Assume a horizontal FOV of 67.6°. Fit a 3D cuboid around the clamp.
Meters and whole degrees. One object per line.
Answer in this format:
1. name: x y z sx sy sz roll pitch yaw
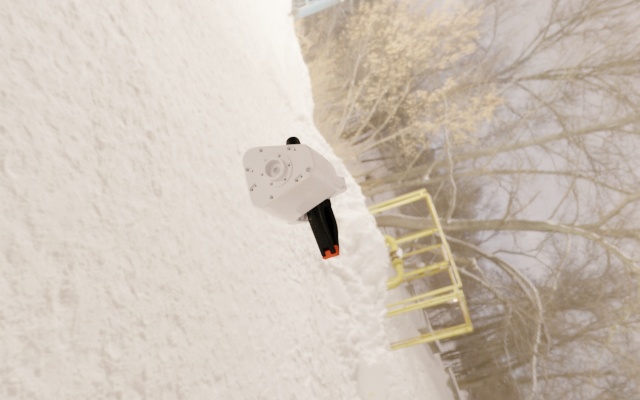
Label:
1. clamp: 0.001 0.003 0.851 0.036 0.210 0.164 -20 -16 16
